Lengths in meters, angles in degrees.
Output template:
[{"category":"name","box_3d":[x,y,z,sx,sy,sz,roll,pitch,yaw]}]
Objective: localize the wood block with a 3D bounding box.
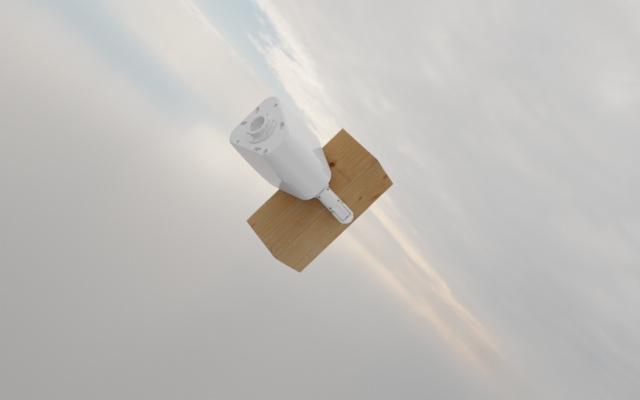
[{"category":"wood block","box_3d":[0.000,0.002,0.745,0.090,0.206,0.090,48,2,32]}]
